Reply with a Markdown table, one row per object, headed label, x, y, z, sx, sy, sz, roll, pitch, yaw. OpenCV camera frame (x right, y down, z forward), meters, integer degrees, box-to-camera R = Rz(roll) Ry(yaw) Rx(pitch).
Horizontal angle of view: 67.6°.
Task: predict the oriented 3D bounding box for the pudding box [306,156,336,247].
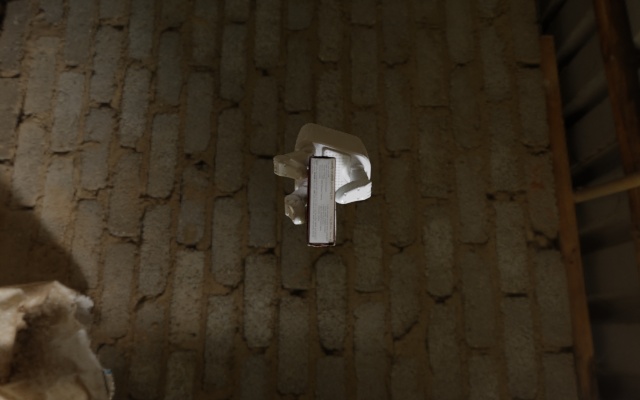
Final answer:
| label | x | y | z | sx | sy | sz | roll | pitch | yaw |
| --- | --- | --- | --- | --- | --- | --- | --- | --- | --- |
| pudding box | 0.000 | 0.002 | 0.628 | 0.039 | 0.113 | 0.090 | -1 | -3 | -1 |
